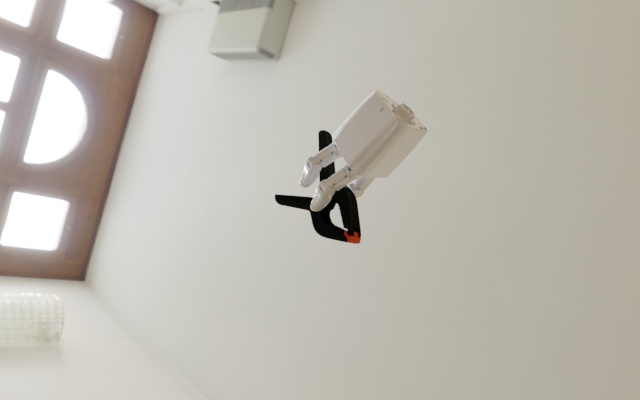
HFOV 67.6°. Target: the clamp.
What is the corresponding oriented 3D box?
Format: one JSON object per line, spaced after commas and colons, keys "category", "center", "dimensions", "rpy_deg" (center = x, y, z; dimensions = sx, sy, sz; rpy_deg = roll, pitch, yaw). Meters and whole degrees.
{"category": "clamp", "center": [0.001, 0.003, 0.815], "dimensions": [0.036, 0.209, 0.165], "rpy_deg": [13, -52, -44]}
